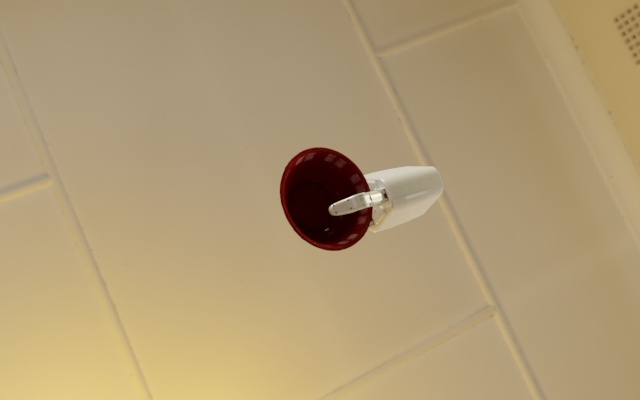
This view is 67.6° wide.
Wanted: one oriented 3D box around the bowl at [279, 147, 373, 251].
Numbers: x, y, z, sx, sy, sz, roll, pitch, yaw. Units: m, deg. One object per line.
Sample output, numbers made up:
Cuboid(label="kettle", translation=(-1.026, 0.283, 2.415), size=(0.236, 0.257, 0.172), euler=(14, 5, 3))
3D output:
Cuboid(label="bowl", translation=(-0.001, 0.002, 0.738), size=(0.162, 0.162, 0.055), euler=(0, -15, -31))
